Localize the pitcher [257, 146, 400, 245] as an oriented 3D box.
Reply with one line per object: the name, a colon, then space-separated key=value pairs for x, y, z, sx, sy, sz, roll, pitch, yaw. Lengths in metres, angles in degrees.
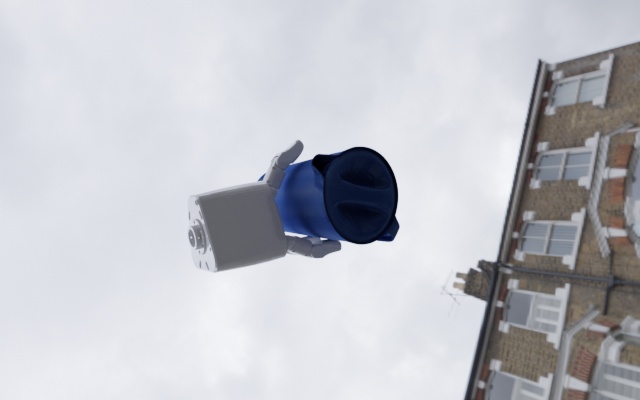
pitcher: x=0.000 y=0.002 z=0.742 sx=0.145 sy=0.149 sz=0.243 roll=-13 pitch=6 yaw=-34
